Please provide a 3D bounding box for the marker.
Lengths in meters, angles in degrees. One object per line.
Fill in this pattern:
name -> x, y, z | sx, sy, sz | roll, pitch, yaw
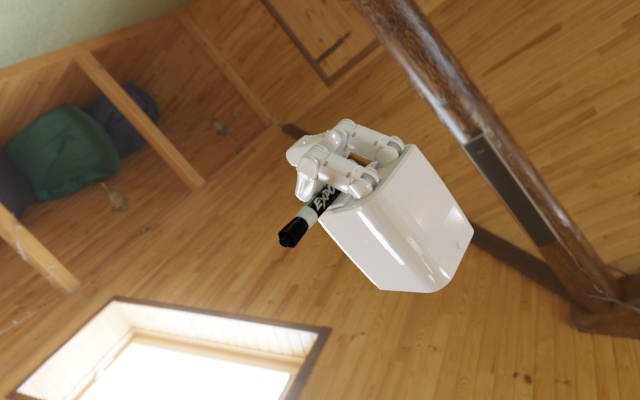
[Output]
marker -> 0.000, 0.001, 0.436 | 0.020, 0.020, 0.121 | 0, 35, 39
